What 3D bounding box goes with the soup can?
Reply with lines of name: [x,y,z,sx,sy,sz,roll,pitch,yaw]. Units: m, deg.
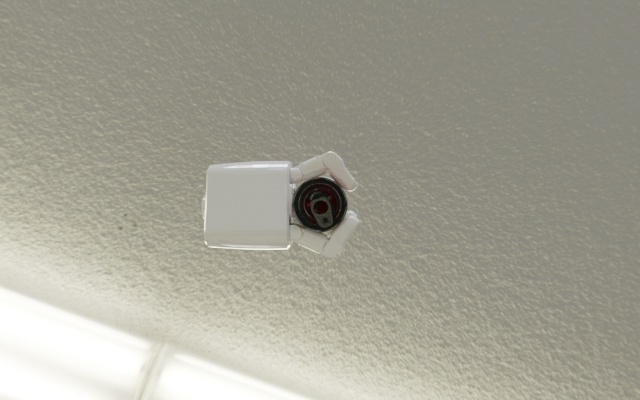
soup can: [0.001,0.002,0.628,0.068,0.068,0.102,0,4,1]
